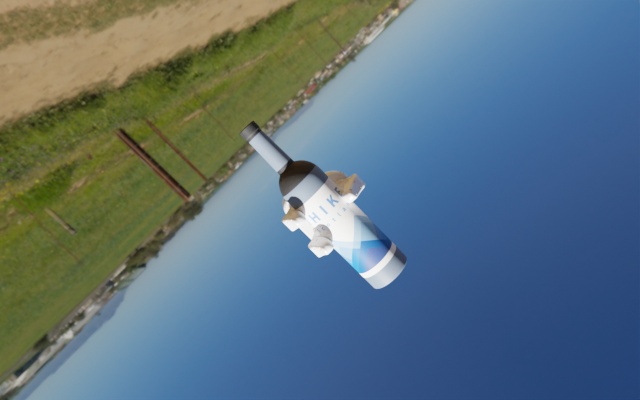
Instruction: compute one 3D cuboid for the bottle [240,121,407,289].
[{"bbox_3d":[0.000,0.002,0.681,0.069,0.296,0.069,-43,9,9],"label":"bottle"}]
